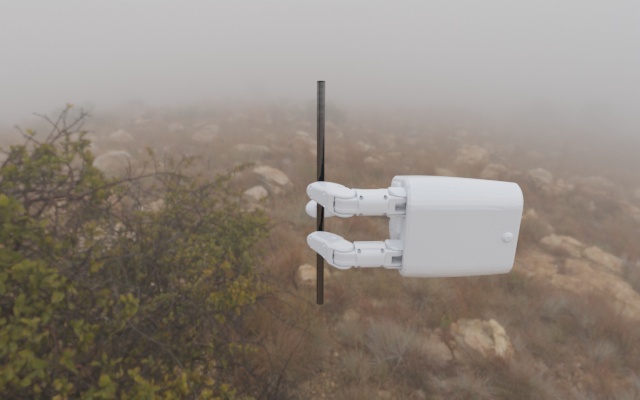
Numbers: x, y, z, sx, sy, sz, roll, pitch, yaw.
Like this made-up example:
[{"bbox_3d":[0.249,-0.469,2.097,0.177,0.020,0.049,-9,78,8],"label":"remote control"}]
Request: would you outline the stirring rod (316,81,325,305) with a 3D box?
[{"bbox_3d":[0.000,0.002,0.486,0.011,0.240,0.011,0,21,0],"label":"stirring rod"}]
